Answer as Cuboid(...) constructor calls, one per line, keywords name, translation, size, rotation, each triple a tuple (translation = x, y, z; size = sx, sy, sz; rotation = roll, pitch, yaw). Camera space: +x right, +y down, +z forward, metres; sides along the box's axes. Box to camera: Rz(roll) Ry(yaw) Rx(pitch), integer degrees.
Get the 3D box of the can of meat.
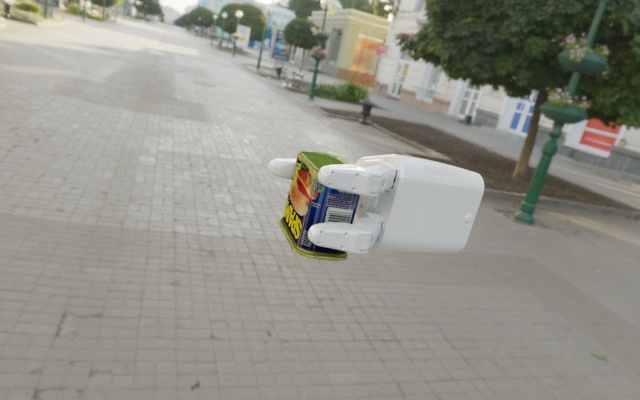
Cuboid(name="can of meat", translation=(0.000, 0.001, 0.484), size=(0.057, 0.084, 0.102), rotation=(9, 17, -19))
